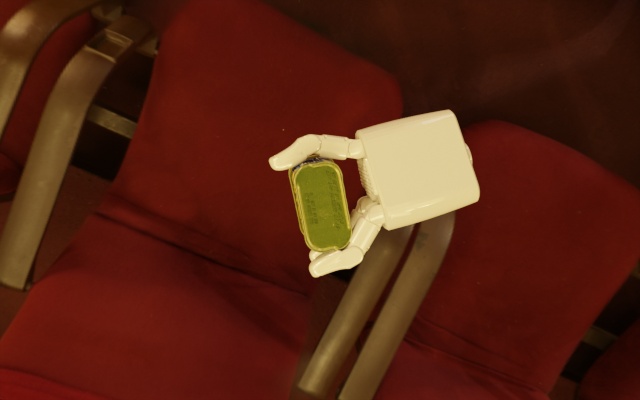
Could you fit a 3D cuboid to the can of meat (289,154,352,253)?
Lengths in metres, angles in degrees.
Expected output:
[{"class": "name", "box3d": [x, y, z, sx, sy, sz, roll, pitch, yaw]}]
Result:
[{"class": "can of meat", "box3d": [0.000, 0.002, 0.537, 0.057, 0.102, 0.084, -12, 9, -3]}]
